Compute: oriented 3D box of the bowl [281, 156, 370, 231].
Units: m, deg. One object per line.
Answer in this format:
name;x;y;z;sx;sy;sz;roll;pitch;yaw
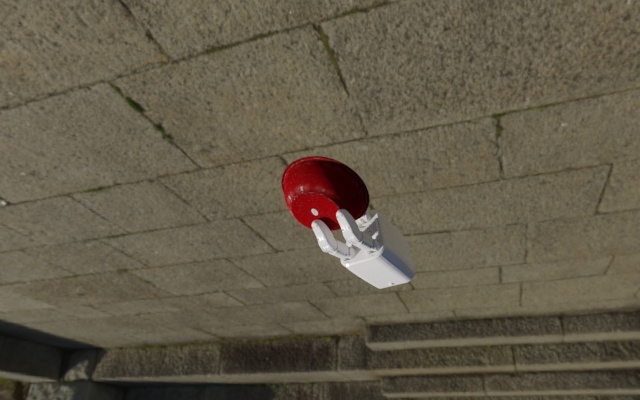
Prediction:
bowl;-0.001;0.002;0.825;0.162;0.162;0.055;0;42;23
